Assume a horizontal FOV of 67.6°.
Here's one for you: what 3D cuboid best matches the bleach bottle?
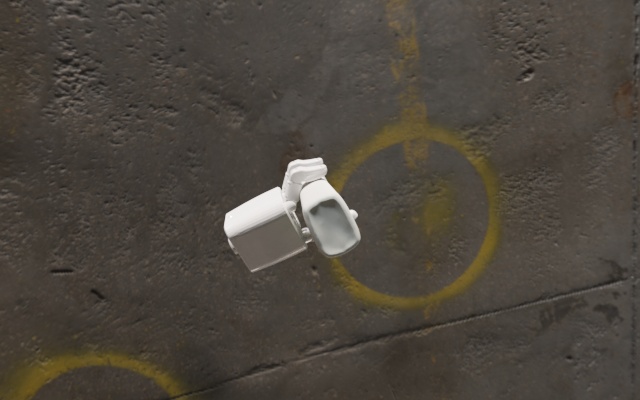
[{"bbox_3d":[0.000,0.003,0.819,0.068,0.102,0.250,-26,18,0],"label":"bleach bottle"}]
